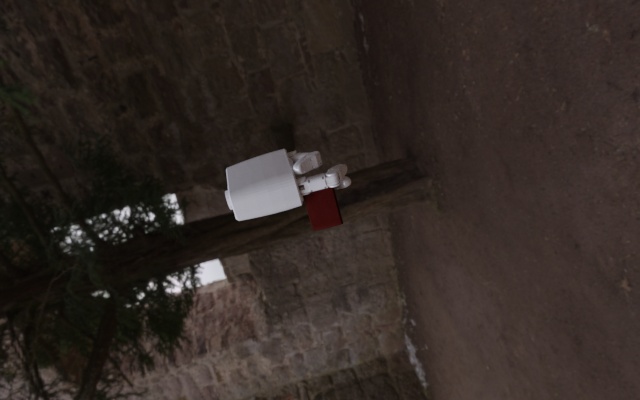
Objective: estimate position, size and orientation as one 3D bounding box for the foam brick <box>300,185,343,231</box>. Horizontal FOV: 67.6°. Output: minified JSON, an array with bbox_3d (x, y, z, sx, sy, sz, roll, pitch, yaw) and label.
[{"bbox_3d":[0.000,0.003,0.791,0.051,0.078,0.053,-17,20,-4],"label":"foam brick"}]
